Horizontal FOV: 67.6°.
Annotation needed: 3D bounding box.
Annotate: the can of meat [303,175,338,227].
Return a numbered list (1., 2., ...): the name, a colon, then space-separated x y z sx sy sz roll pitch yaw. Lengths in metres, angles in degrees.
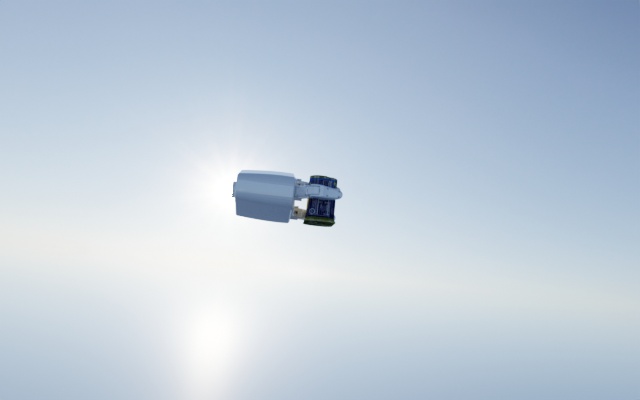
1. can of meat: 0.000 0.003 0.897 0.057 0.084 0.102 6 -9 -3
